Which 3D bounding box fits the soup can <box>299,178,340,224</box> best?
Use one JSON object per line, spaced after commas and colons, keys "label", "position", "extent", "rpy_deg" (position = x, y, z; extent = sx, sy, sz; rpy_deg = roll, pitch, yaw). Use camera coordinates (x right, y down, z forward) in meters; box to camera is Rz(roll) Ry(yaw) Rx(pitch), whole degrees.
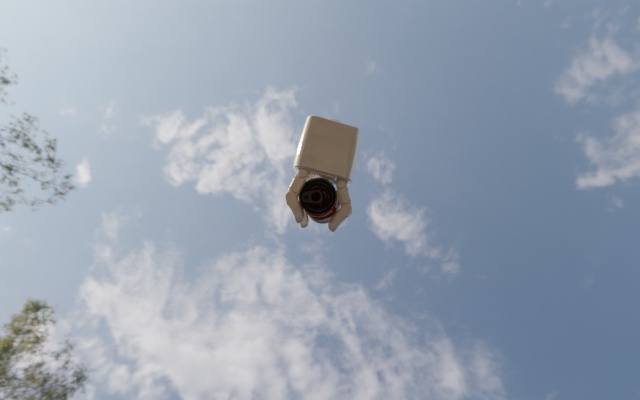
{"label": "soup can", "position": [0.000, 0.003, 0.891], "extent": [0.068, 0.068, 0.102], "rpy_deg": [0, -12, 6]}
